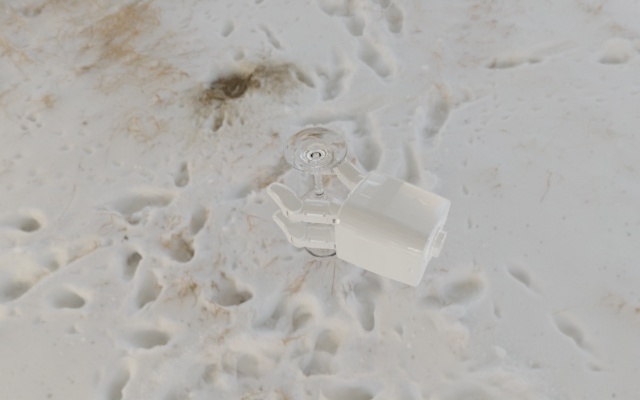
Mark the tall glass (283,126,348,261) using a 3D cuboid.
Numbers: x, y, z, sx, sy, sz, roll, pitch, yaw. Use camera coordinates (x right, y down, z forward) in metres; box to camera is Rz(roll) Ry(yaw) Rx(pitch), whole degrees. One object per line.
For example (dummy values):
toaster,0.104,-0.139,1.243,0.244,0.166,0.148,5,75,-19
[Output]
tall glass,0.000,0.002,0.626,0.079,0.079,0.201,0,-38,4
